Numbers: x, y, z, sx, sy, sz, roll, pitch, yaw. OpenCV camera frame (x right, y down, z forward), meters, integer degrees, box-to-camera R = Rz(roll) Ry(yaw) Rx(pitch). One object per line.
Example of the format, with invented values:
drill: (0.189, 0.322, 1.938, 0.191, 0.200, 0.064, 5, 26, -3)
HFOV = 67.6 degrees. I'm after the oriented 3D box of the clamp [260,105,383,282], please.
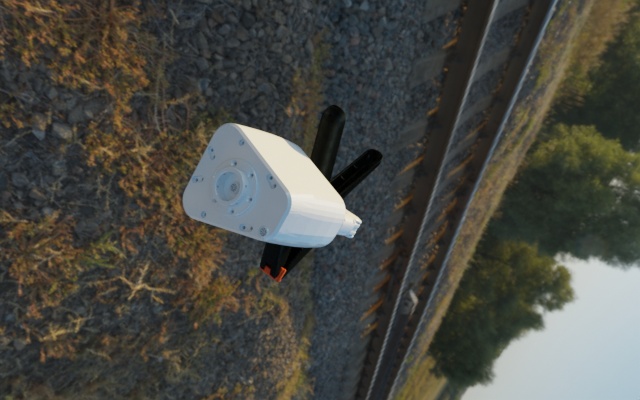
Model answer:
clamp: (0.000, 0.003, 0.570, 0.036, 0.210, 0.164, 34, 9, 27)
